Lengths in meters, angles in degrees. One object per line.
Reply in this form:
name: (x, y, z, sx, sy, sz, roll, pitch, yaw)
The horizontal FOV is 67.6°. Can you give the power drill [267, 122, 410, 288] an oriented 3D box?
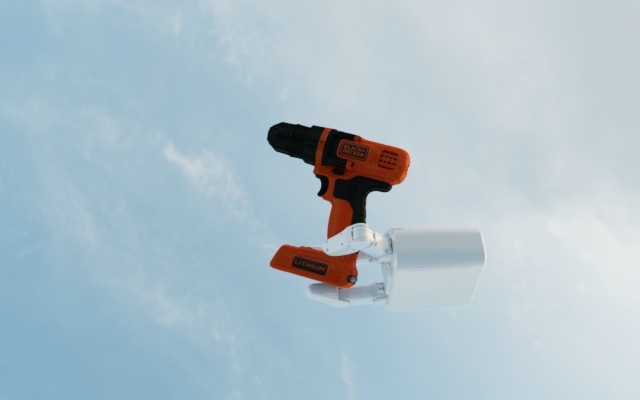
power drill: (0.000, 0.002, 0.587, 0.184, 0.187, 0.057, 15, -6, 14)
